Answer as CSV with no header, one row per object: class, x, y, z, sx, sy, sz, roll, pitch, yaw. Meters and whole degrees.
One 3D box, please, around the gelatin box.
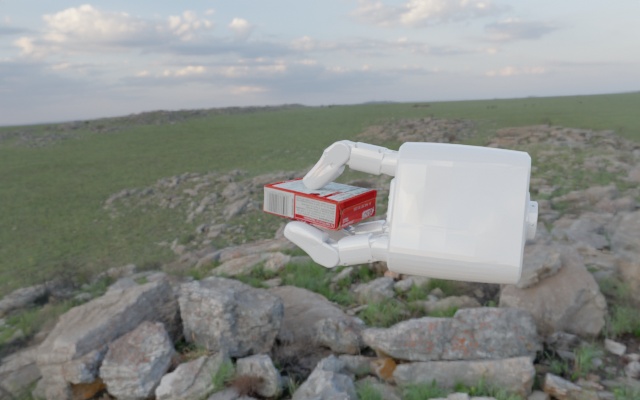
gelatin box,0.000,0.001,0.470,0.089,0.030,0.073,13,16,31
